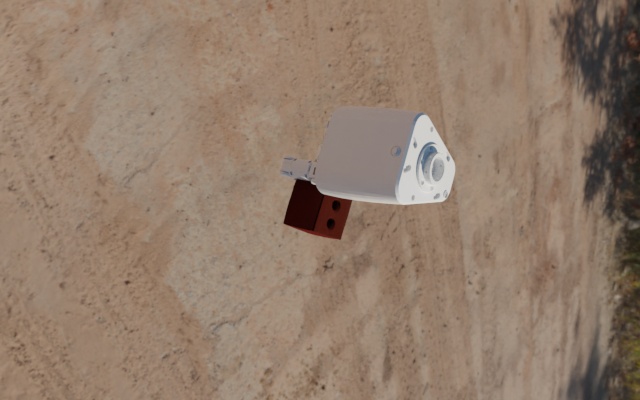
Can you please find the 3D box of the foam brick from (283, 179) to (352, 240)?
[{"bbox_3d":[0.000,0.002,0.564,0.051,0.078,0.053,12,-7,41],"label":"foam brick"}]
